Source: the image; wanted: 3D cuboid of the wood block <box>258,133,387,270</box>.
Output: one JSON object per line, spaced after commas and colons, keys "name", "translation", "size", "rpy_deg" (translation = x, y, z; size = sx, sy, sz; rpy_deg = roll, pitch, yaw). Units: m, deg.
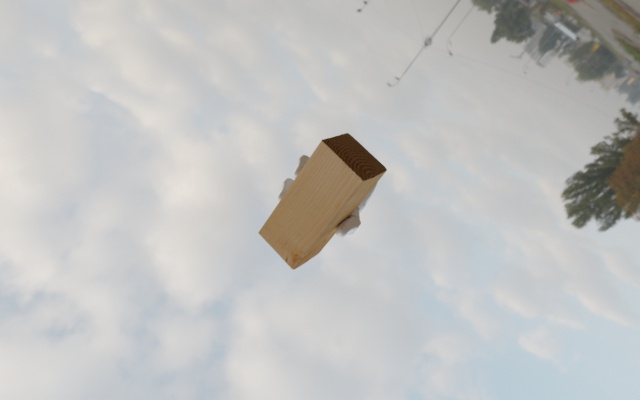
{"name": "wood block", "translation": [0.000, 0.003, 0.769], "size": [0.091, 0.206, 0.090], "rpy_deg": [44, 32, 13]}
